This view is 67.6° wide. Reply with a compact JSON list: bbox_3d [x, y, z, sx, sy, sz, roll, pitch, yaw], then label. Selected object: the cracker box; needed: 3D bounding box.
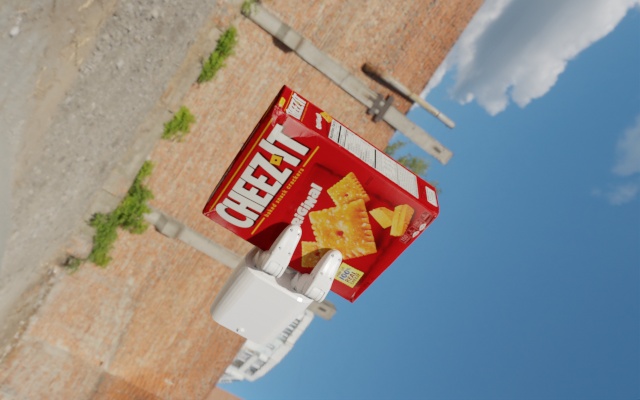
[{"bbox_3d":[0.000,0.002,0.545,0.214,0.164,0.072,32,29,-14],"label":"cracker box"}]
